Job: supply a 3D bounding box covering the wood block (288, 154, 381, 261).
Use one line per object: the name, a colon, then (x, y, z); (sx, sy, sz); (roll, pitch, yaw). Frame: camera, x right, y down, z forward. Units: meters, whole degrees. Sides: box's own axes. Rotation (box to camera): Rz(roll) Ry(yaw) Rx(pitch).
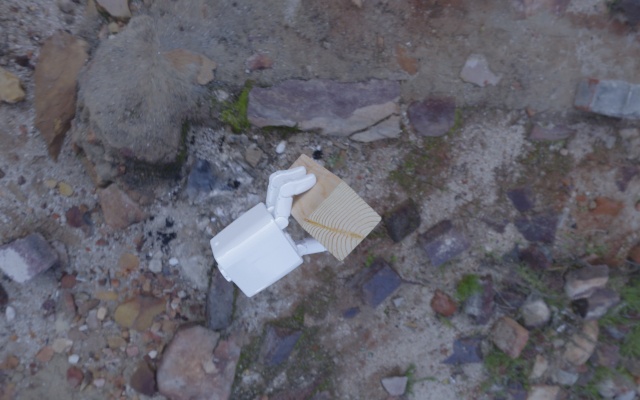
wood block: (0.000, 0.003, 0.774); (0.091, 0.090, 0.206); (44, 0, -25)
